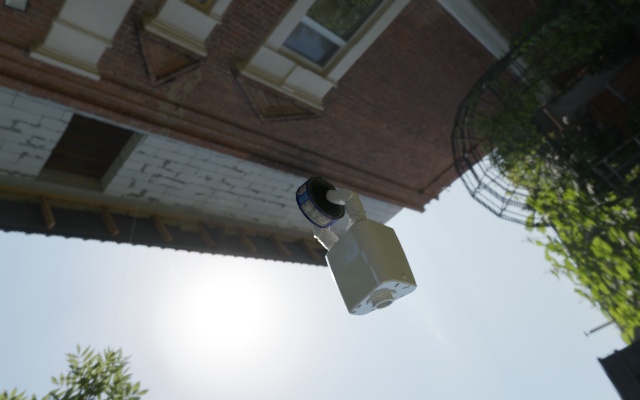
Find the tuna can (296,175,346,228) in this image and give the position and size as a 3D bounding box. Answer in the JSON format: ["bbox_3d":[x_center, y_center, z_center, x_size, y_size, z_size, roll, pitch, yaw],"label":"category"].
[{"bbox_3d":[0.000,0.003,0.798,0.034,0.086,0.086,-38,-22,30],"label":"tuna can"}]
